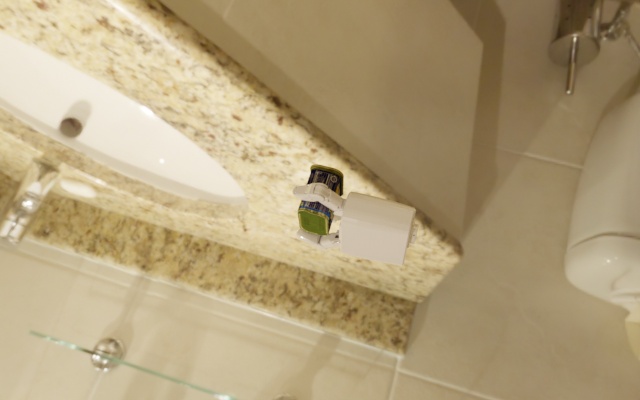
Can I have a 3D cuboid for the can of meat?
[{"bbox_3d":[0.000,0.003,0.788,0.057,0.084,0.102,14,-23,8],"label":"can of meat"}]
